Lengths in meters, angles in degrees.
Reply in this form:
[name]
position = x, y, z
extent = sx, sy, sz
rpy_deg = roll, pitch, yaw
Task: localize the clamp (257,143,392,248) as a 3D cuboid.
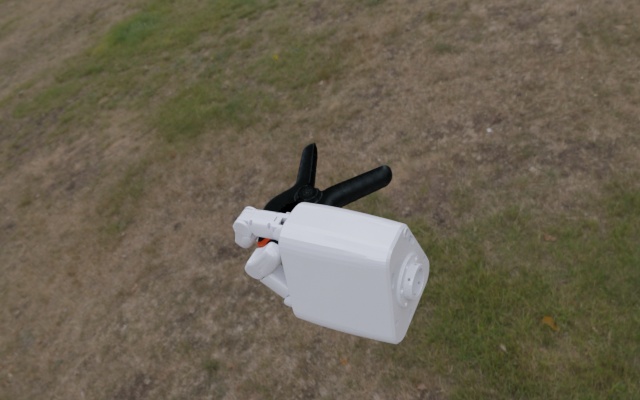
[clamp]
position = 0.000, 0.001, 0.525
extent = 0.120, 0.171, 0.039
rpy_deg = 9, -39, 31
